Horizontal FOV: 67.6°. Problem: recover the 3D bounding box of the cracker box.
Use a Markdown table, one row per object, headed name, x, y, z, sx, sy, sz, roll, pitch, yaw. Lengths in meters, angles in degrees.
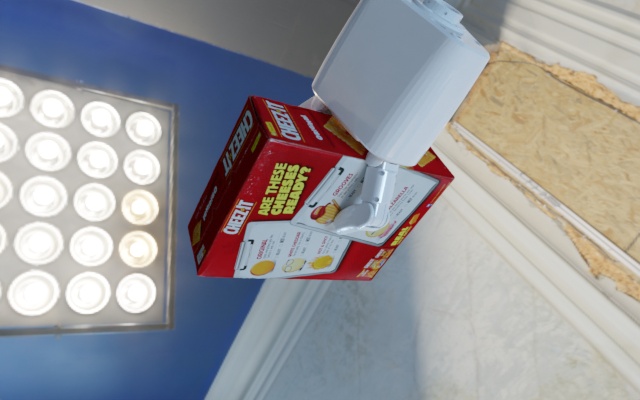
| name | x | y | z | sx | sy | sz | roll | pitch | yaw |
| --- | --- | --- | --- | --- | --- | --- | --- | --- | --- |
| cracker box | 0.000 | 0.002 | 0.471 | 0.214 | 0.164 | 0.072 | 8 | 39 | -35 |
